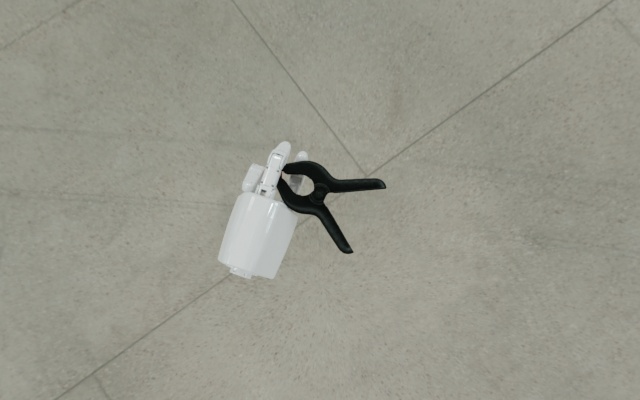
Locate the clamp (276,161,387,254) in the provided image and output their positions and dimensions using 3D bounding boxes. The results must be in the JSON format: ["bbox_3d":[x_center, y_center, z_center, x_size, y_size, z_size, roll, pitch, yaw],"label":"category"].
[{"bbox_3d":[0.000,0.002,0.704,0.171,0.120,0.039,18,-9,3],"label":"clamp"}]
